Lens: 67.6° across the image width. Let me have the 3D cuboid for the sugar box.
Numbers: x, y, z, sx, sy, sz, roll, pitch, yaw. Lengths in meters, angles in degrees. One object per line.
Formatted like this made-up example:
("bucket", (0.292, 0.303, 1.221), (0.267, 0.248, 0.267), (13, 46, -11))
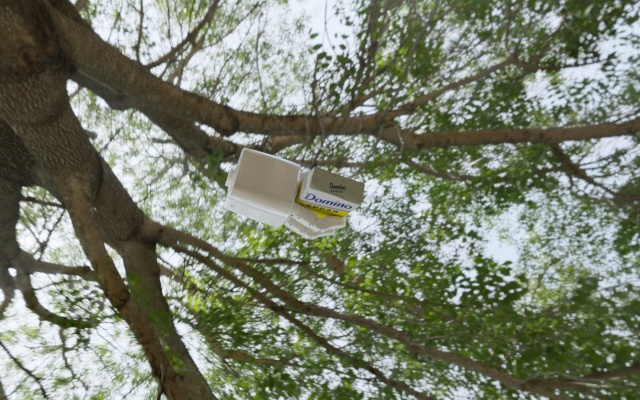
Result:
("sugar box", (0.000, 0.003, 0.838), (0.093, 0.048, 0.176), (18, -20, -13))
